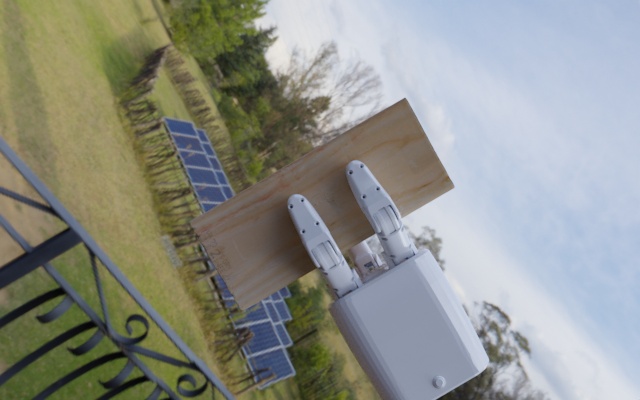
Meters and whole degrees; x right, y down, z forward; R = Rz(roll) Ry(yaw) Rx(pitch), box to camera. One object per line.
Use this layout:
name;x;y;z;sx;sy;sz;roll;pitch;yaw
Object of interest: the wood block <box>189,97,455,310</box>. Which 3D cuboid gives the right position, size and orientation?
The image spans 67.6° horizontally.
wood block;0.000;0.002;0.438;0.206;0.090;0.091;-30;3;-1
